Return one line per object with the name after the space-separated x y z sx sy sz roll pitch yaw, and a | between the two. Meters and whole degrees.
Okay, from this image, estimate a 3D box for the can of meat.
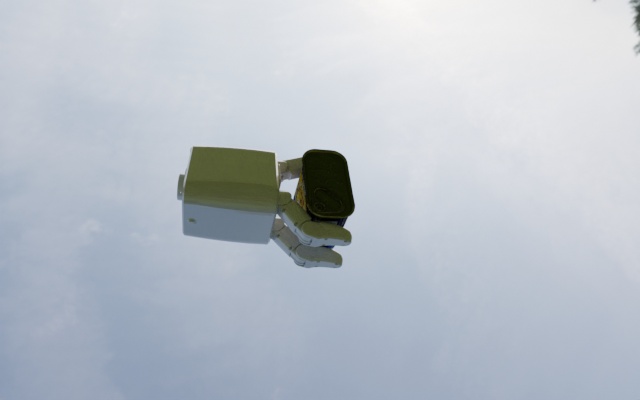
0.000 0.002 0.594 0.057 0.102 0.084 3 -37 -14 | can of meat
